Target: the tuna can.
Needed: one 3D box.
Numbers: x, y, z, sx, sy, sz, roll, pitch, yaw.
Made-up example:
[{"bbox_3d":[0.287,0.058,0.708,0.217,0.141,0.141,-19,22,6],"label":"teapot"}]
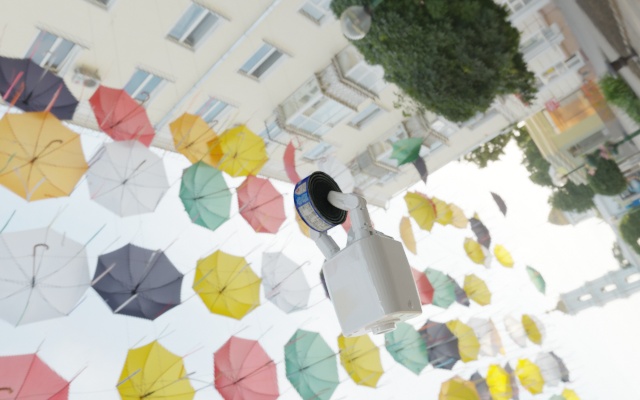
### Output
[{"bbox_3d":[0.000,0.002,0.696,0.034,0.086,0.086,-29,-17,33],"label":"tuna can"}]
